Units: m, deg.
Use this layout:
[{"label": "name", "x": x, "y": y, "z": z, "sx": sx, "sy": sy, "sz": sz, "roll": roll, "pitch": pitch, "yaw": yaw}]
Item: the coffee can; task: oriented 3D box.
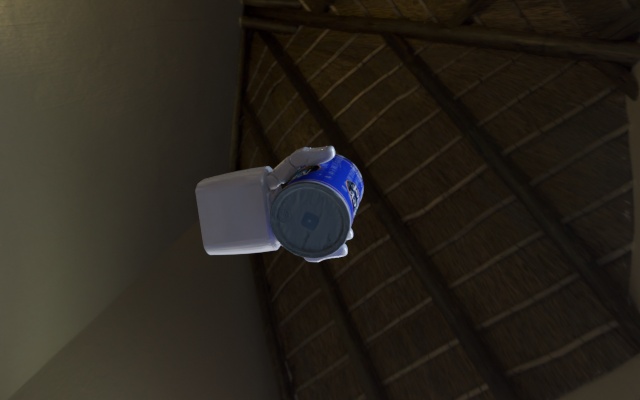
[{"label": "coffee can", "x": 0.000, "y": 0.002, "z": 0.651, "sx": 0.103, "sy": 0.103, "sz": 0.140, "roll": 0, "pitch": 20, "yaw": 12}]
